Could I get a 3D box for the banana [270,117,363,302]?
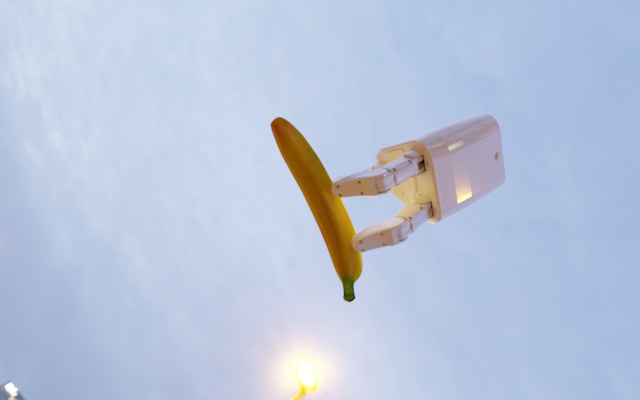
[{"bbox_3d":[0.003,0.004,0.501,0.037,0.198,0.069,-25,0,6],"label":"banana"}]
